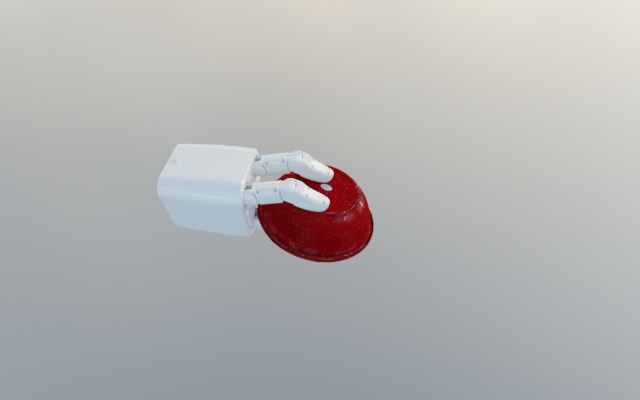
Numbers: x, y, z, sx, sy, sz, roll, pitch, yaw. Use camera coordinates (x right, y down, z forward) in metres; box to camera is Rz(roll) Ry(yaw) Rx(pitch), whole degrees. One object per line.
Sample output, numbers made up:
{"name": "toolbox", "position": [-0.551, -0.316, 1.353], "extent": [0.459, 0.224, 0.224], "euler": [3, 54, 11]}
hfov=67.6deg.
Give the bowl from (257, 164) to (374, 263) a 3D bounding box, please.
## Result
{"name": "bowl", "position": [0.001, 0.002, 0.631], "extent": [0.162, 0.162, 0.055], "euler": [0, -44, -18]}
